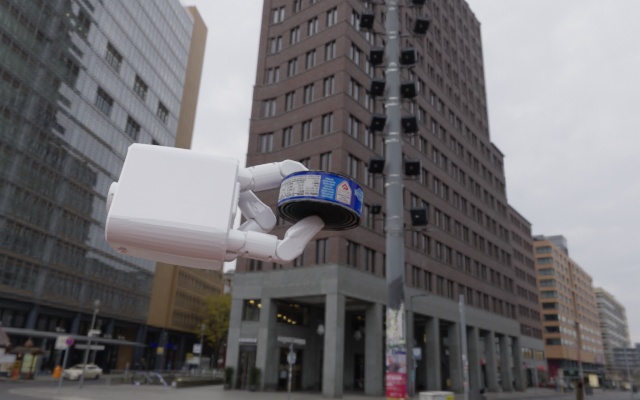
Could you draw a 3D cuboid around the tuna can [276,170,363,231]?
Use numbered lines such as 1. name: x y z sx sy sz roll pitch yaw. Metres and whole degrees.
1. tuna can: 0.000 0.001 0.482 0.086 0.033 0.086 7 -21 3
